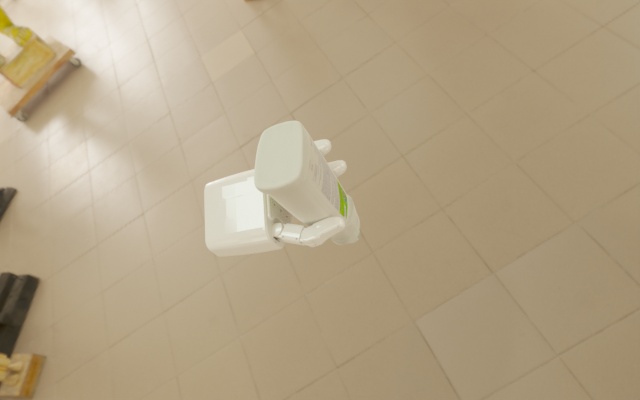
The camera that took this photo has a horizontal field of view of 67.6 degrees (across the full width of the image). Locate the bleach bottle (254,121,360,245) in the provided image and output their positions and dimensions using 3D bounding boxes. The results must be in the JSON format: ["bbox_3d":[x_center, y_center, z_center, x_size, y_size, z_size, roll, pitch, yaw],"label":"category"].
[{"bbox_3d":[0.000,0.002,0.669,0.068,0.102,0.251,-12,-34,21],"label":"bleach bottle"}]
